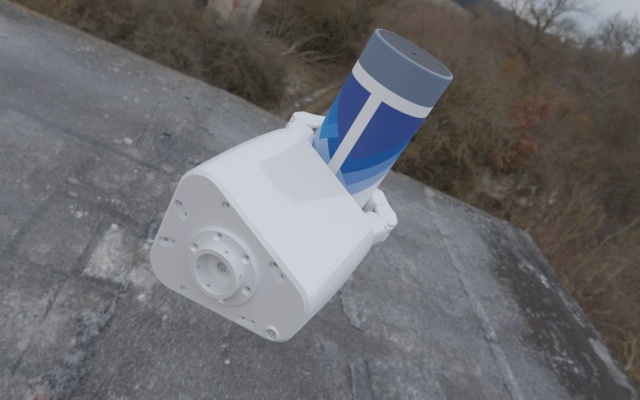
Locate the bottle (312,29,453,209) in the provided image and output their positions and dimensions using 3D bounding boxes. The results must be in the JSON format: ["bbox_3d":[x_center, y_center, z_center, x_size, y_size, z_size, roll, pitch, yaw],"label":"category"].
[{"bbox_3d":[0.000,0.001,0.418,0.069,0.296,0.069,24,31,-15],"label":"bottle"}]
